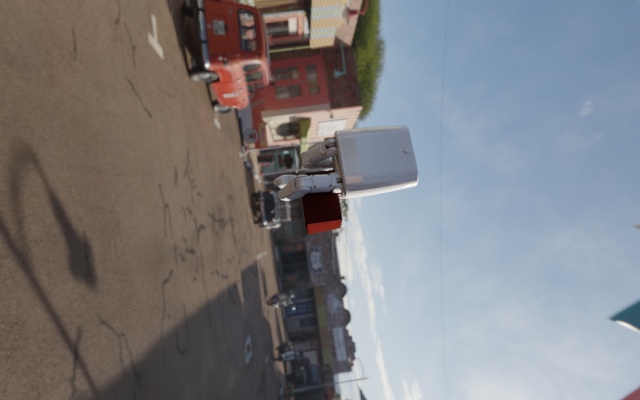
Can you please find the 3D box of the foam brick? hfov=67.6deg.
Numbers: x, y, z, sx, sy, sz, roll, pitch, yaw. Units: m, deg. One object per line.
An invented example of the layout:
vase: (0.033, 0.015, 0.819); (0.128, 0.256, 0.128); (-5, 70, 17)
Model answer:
foam brick: (0.000, 0.003, 0.687); (0.051, 0.078, 0.053); (-7, -17, -5)
